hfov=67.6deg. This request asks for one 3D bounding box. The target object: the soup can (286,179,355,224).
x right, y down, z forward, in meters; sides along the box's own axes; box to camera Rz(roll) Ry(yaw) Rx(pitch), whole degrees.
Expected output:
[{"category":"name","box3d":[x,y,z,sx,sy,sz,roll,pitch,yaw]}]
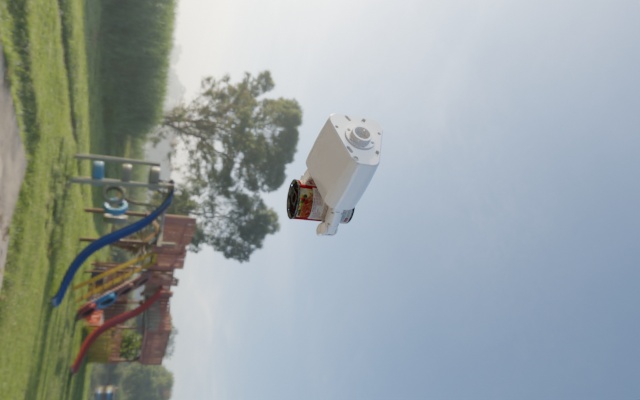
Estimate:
[{"category":"soup can","box3d":[0.000,0.003,0.812,0.102,0.068,0.068,6,-2,-20]}]
